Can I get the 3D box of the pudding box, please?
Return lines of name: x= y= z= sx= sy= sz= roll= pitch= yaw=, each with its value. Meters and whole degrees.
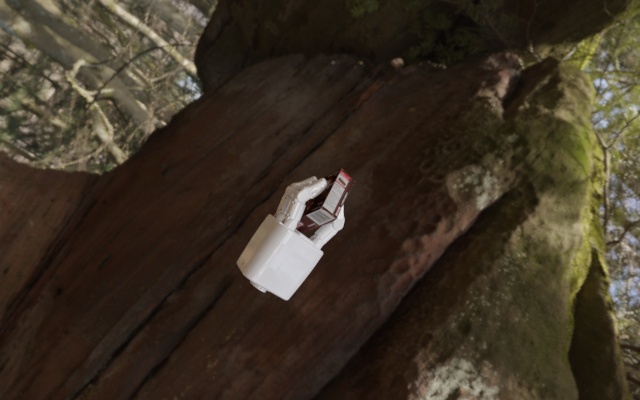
pudding box: x=0.000 y=0.003 z=0.831 sx=0.039 sy=0.090 sz=0.113 roll=39 pitch=-33 yaw=-21
